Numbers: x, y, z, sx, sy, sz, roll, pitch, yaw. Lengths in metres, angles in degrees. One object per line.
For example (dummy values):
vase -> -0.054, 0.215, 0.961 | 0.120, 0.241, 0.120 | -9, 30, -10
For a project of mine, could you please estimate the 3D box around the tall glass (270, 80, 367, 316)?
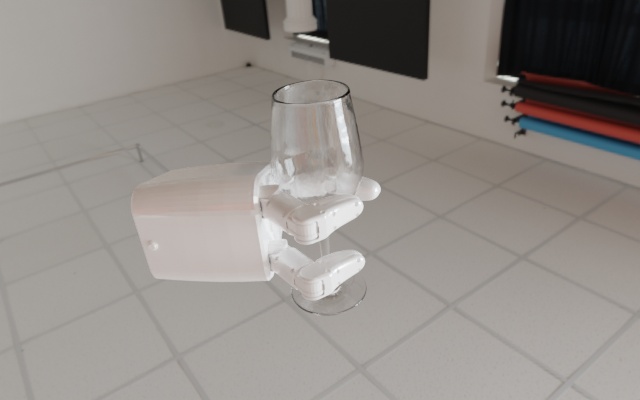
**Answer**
tall glass -> 0.000, 0.002, 0.420 | 0.079, 0.201, 0.079 | -4, 30, 2
